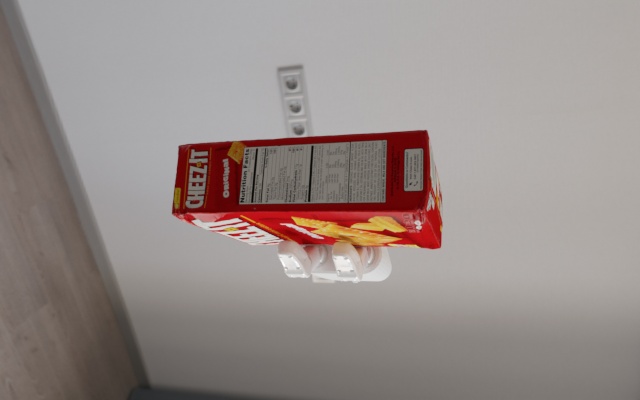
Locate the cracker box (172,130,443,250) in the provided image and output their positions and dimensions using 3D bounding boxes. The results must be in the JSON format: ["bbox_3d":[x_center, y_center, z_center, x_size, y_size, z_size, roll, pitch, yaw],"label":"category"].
[{"bbox_3d":[0.000,0.001,0.445,0.213,0.072,0.164,-1,-15,17],"label":"cracker box"}]
